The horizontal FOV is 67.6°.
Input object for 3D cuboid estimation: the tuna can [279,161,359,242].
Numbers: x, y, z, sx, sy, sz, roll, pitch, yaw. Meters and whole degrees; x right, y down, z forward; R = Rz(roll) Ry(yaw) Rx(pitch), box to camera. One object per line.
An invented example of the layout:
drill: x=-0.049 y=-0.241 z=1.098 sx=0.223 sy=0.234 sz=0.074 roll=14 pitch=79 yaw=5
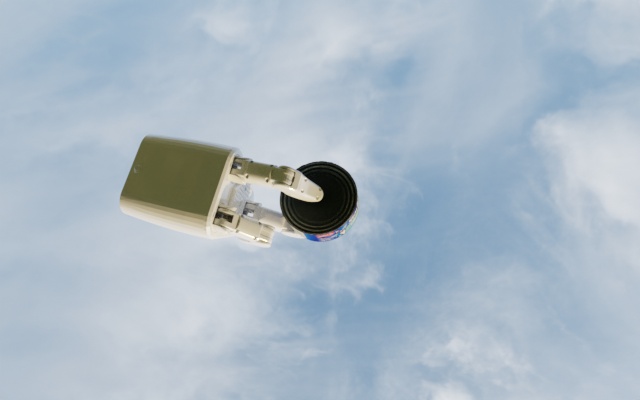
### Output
tuna can: x=0.000 y=0.002 z=0.530 sx=0.086 sy=0.086 sz=0.034 roll=0 pitch=-21 yaw=10
